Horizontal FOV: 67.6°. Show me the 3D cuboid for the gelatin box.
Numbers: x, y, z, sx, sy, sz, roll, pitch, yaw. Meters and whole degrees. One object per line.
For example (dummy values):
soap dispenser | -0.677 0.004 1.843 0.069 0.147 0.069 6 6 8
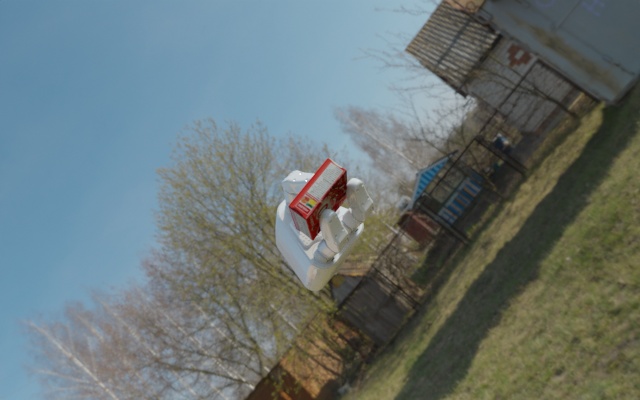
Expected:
gelatin box | 0.000 0.001 0.561 0.030 0.073 0.089 35 -15 15
